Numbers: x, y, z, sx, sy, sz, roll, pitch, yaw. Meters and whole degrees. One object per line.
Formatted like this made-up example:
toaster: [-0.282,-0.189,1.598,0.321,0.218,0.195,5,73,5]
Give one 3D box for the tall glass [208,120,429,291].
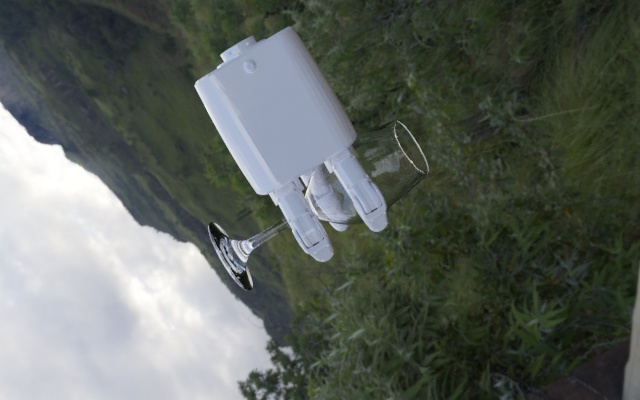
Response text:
tall glass: [0.000,0.002,0.450,0.201,0.079,0.079,-31,0,0]
